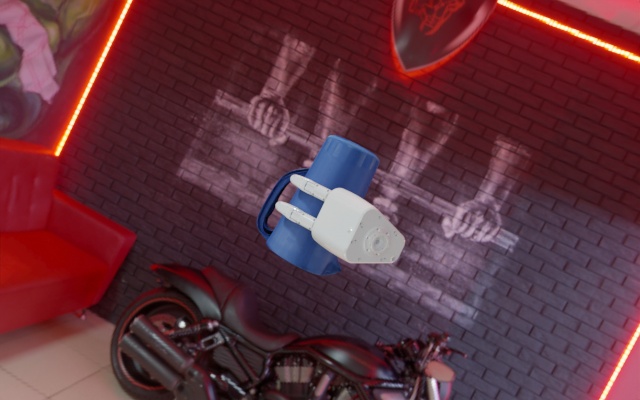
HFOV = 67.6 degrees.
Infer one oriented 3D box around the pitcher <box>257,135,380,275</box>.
[{"bbox_3d":[0.000,0.003,0.885,0.149,0.243,0.145,25,3,-31],"label":"pitcher"}]
